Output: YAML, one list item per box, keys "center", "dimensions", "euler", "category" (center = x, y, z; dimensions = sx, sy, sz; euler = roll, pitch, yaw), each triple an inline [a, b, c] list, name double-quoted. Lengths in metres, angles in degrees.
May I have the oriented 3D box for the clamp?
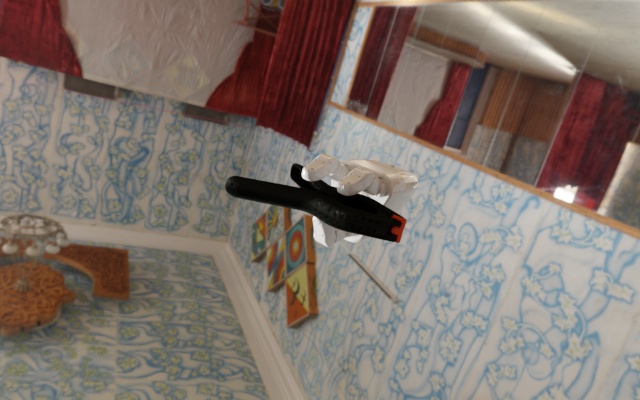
- center: [0.000, 0.003, 0.586]
  dimensions: [0.210, 0.036, 0.164]
  euler: [24, 21, 29]
  category: "clamp"
